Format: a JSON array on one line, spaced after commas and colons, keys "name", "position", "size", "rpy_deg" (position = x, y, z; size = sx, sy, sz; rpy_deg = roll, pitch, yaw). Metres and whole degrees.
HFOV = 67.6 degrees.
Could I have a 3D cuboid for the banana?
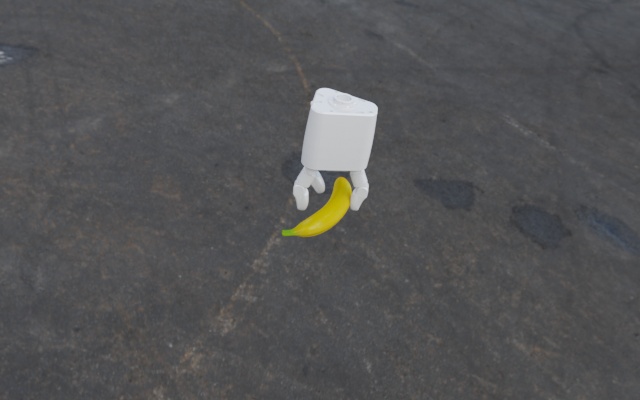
[{"name": "banana", "position": [0.014, 0.011, 0.854], "size": [0.069, 0.037, 0.197], "rpy_deg": [24, 41, 23]}]
